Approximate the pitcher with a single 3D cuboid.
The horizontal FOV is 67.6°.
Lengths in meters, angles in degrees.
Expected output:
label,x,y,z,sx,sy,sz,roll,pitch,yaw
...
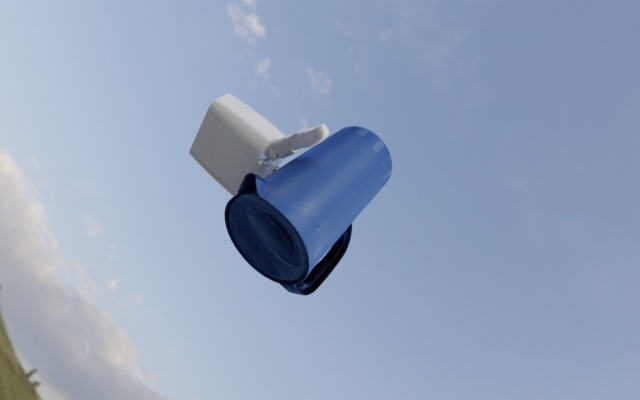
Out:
label,x,y,z,sx,sy,sz,roll,pitch,yaw
pitcher,0.000,0.002,0.657,0.242,0.145,0.149,-41,-15,-40
